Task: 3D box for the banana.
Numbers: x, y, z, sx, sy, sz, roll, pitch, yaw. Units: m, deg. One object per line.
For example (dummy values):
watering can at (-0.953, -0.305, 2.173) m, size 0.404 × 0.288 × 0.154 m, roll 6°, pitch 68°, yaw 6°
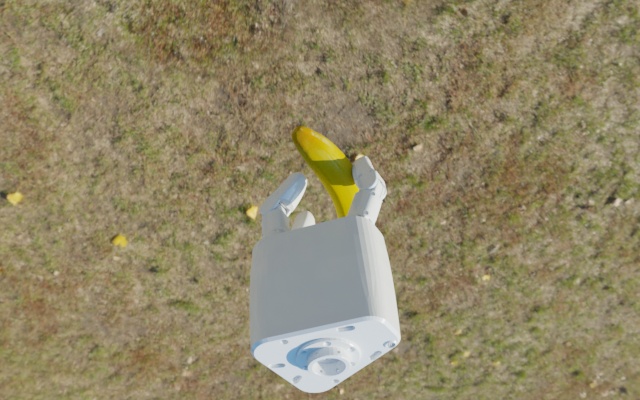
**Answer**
banana at (0.019, 0.002, 0.519) m, size 0.069 × 0.198 × 0.037 m, roll -6°, pitch 42°, yaw 6°
